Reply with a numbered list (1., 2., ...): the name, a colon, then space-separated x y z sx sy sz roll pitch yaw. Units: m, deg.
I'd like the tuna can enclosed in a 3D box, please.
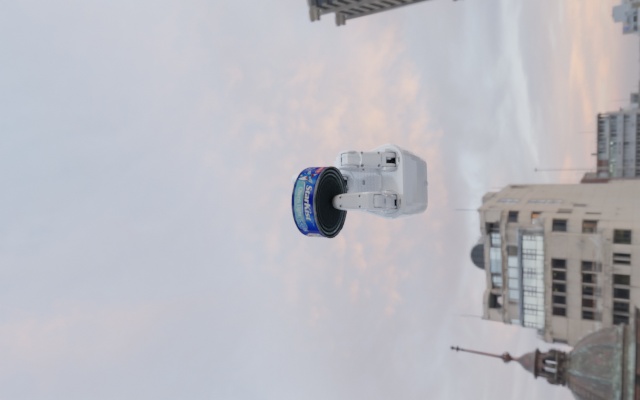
1. tuna can: 0.000 0.002 0.573 0.034 0.086 0.086 1 0 28
